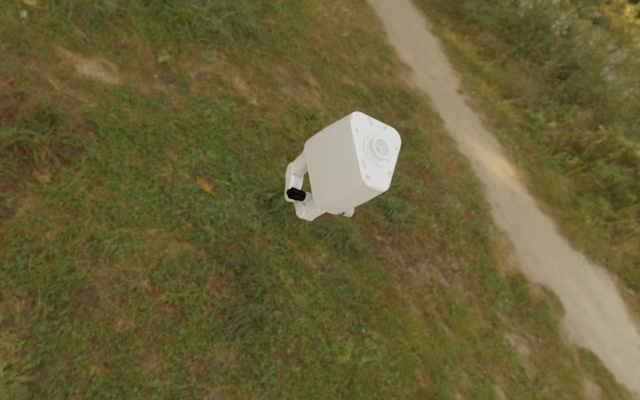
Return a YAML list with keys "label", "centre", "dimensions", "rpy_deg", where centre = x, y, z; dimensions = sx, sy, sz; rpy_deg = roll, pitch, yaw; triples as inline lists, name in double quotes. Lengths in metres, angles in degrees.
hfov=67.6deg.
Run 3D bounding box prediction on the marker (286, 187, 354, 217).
- label: "marker"
  centre: [0.000, 0.002, 0.738]
  dimensions: [0.121, 0.020, 0.020]
  rpy_deg: [18, -10, -32]
